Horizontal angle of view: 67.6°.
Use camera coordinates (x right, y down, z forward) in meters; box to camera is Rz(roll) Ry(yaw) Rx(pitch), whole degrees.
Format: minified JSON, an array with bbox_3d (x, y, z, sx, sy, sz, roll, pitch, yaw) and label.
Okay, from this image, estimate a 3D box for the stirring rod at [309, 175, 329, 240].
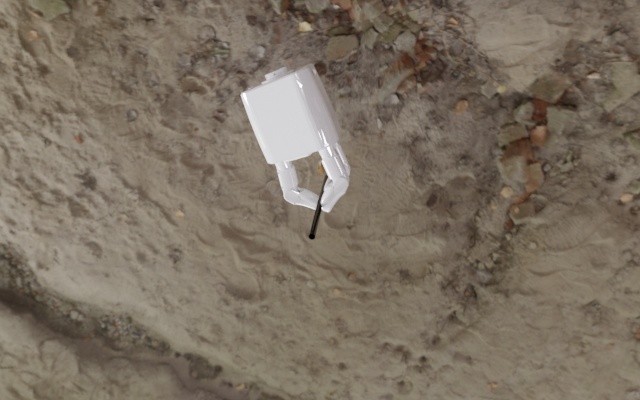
[{"bbox_3d":[0.000,0.002,0.688,0.011,0.011,0.239,0,20,5],"label":"stirring rod"}]
